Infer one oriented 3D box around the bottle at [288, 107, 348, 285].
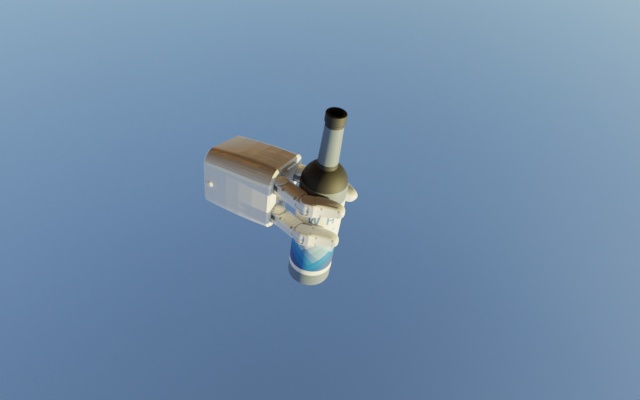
[{"bbox_3d":[0.000,0.002,0.675,0.069,0.296,0.069,6,42,-5],"label":"bottle"}]
